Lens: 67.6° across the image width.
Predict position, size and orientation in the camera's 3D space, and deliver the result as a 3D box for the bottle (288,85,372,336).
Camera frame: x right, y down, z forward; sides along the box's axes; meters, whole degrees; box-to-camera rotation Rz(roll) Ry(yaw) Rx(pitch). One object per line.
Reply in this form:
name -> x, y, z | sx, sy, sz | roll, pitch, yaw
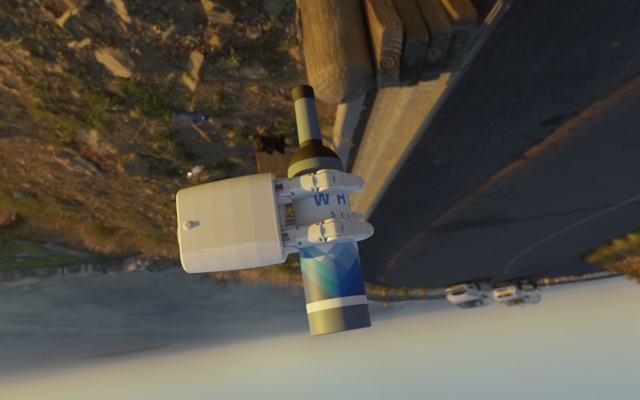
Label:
bottle -> 0.000, 0.002, 0.556 | 0.069, 0.295, 0.069 | -8, -16, -2
